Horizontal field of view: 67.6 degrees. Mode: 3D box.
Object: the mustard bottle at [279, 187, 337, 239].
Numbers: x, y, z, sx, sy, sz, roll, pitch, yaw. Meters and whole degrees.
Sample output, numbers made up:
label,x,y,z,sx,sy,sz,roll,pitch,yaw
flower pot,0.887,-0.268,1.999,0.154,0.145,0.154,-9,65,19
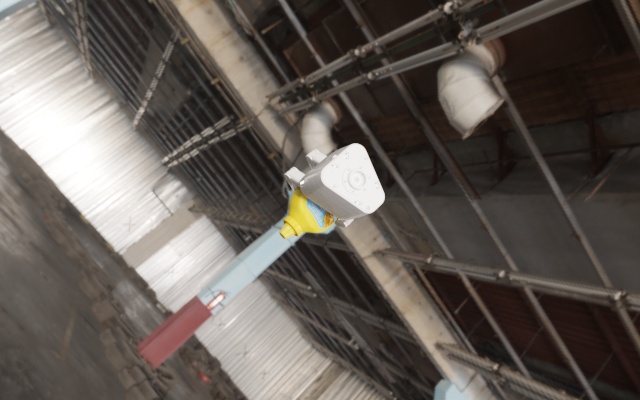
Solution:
label,x,y,z,sx,sy,sz,roll,pitch,yaw
mustard bottle,0.000,0.003,0.880,0.191,0.096,0.058,-42,33,-19
